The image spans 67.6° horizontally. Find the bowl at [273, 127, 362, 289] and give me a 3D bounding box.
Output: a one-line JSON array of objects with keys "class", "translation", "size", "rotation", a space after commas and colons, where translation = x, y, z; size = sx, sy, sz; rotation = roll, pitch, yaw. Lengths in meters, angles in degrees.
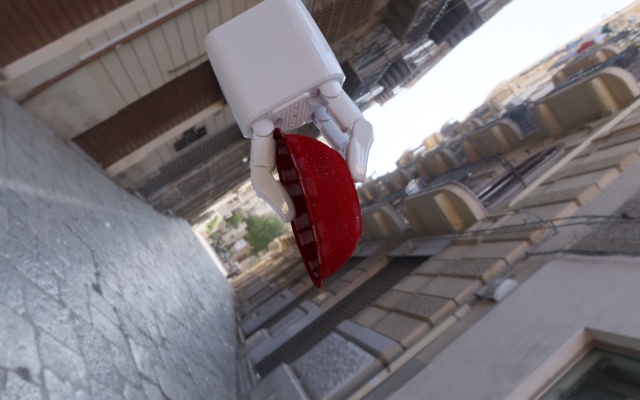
[{"class": "bowl", "translation": [0.001, 0.003, 0.471], "size": [0.055, 0.162, 0.162], "rotation": [-15, 3, -10]}]
